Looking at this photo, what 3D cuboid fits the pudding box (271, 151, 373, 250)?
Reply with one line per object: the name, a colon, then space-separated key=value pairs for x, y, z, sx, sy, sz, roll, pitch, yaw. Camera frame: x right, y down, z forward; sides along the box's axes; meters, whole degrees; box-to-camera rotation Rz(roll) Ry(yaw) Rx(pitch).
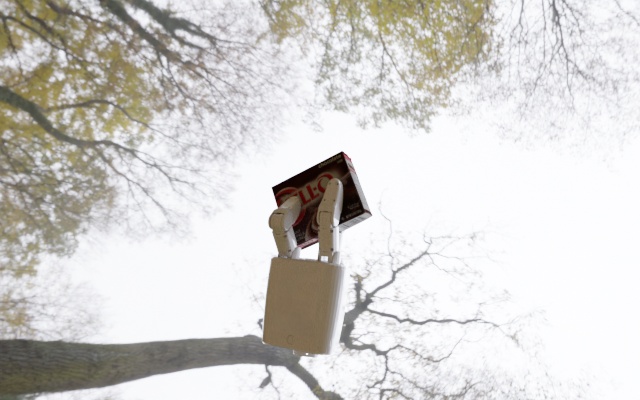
pudding box: x=0.000 y=0.002 z=0.616 sx=0.113 sy=0.090 sz=0.039 roll=-25 pitch=-21 yaw=16
